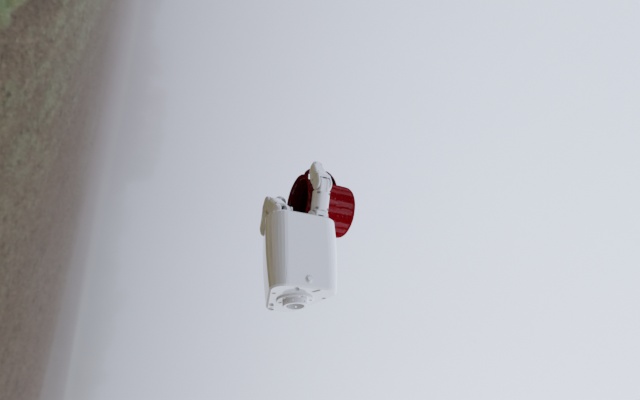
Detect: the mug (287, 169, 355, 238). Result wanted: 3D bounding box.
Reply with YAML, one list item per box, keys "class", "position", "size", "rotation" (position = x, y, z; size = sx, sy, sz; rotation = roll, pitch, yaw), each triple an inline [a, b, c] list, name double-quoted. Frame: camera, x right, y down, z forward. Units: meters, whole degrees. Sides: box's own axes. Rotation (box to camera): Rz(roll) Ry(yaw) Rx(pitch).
- class: "mug"
  position: [0.000, 0.001, 0.743]
  size: [0.081, 0.117, 0.093]
  rotation: [11, -33, -22]
